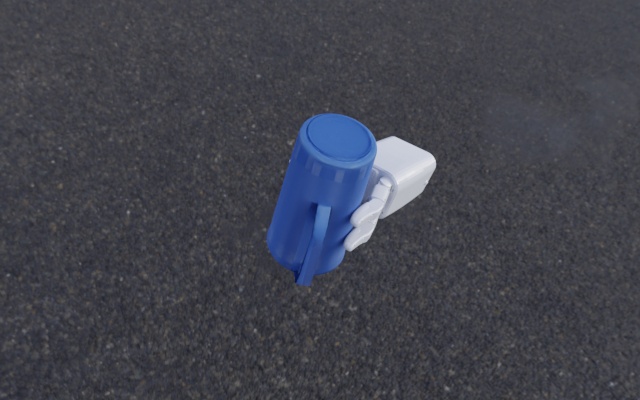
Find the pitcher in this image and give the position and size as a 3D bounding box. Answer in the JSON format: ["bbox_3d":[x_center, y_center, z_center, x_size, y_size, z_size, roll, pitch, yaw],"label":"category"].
[{"bbox_3d":[0.000,0.002,0.709,0.145,0.149,0.243,-25,-31,-32],"label":"pitcher"}]
